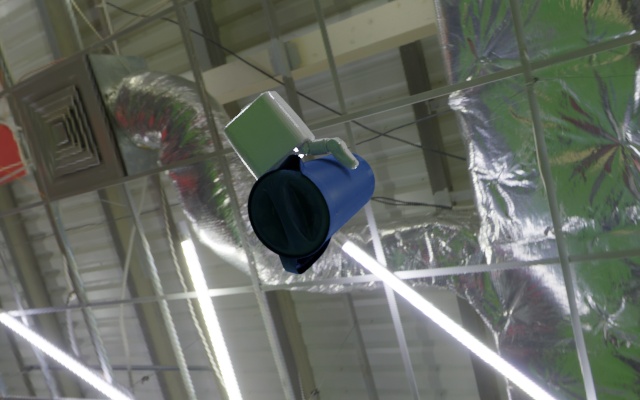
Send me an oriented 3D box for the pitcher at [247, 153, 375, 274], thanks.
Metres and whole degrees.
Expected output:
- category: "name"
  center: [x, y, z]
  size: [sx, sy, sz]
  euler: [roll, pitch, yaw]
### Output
- category: "pitcher"
  center: [0.000, 0.002, 0.776]
  size: [0.149, 0.145, 0.242]
  euler: [-42, -6, 29]
